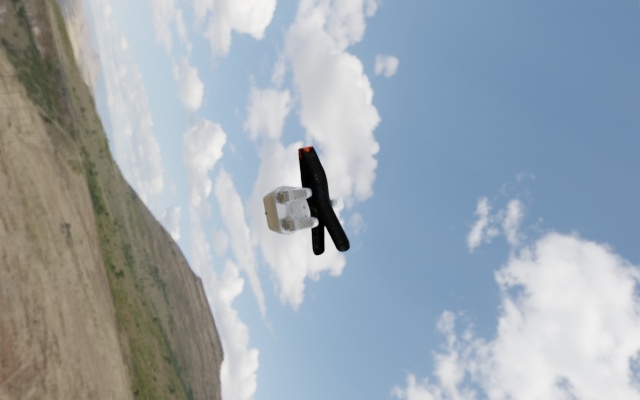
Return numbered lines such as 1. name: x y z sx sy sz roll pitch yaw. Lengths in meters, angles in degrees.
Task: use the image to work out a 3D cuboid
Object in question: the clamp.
1. clamp: 0.001 0.002 0.867 0.036 0.210 0.164 -12 2 -19
